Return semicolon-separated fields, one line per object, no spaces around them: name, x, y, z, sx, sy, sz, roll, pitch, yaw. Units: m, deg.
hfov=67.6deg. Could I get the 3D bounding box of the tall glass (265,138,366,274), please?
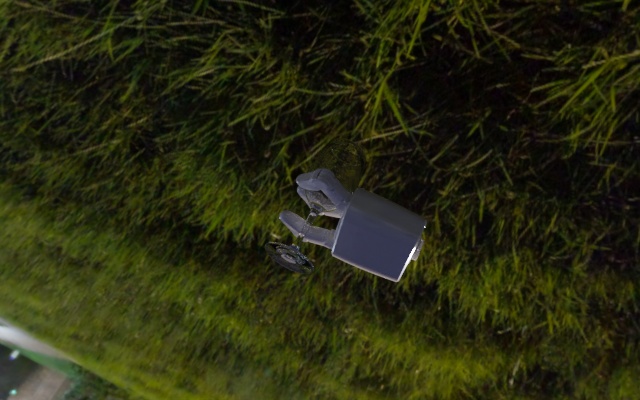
tall glass;0.000;0.003;0.692;0.079;0.201;0.079;22;-29;13
